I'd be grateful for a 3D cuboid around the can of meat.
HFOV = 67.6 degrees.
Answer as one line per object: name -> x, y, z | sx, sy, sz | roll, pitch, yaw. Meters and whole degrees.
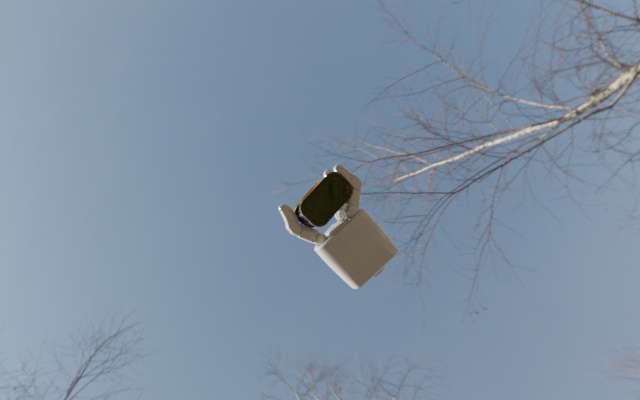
can of meat -> 0.000, 0.003, 0.859 | 0.057, 0.102, 0.084 | 44, -17, -6
